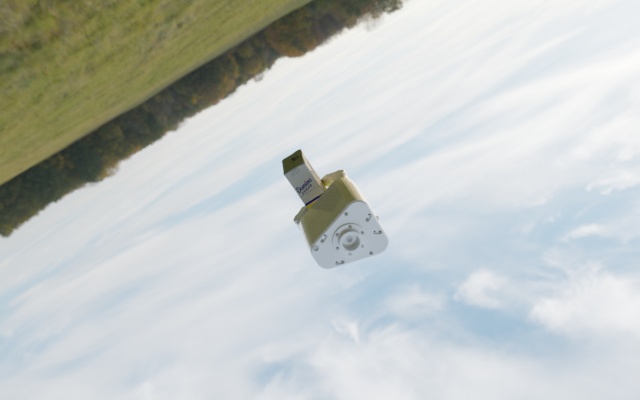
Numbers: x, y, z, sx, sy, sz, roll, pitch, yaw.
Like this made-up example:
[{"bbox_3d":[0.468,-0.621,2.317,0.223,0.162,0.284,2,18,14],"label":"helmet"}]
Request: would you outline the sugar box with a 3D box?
[{"bbox_3d":[0.001,0.002,0.809,0.048,0.176,0.093,-30,20,4],"label":"sugar box"}]
